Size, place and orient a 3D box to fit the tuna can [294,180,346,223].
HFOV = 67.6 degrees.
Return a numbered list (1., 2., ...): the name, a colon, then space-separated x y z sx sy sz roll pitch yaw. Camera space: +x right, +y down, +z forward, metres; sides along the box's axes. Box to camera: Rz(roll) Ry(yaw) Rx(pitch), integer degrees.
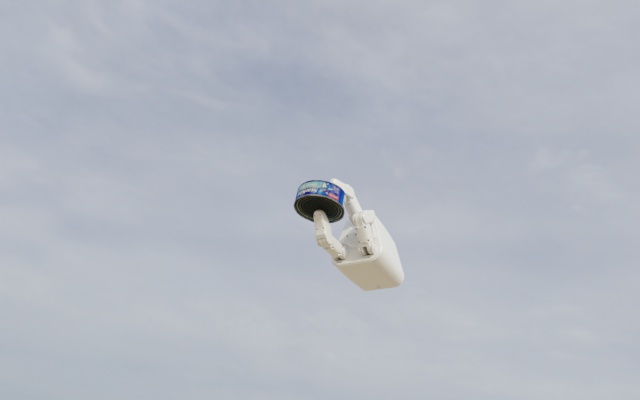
1. tuna can: 0.000 0.002 0.799 0.086 0.033 0.086 8 -33 5
